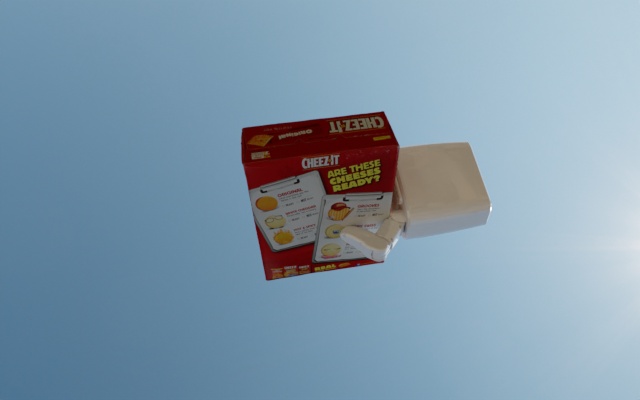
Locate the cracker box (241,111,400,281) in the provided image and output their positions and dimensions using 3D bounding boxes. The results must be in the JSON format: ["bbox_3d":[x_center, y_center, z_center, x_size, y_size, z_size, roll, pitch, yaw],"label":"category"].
[{"bbox_3d":[0.000,0.002,0.582,0.164,0.072,0.214,-8,-43,-5],"label":"cracker box"}]
